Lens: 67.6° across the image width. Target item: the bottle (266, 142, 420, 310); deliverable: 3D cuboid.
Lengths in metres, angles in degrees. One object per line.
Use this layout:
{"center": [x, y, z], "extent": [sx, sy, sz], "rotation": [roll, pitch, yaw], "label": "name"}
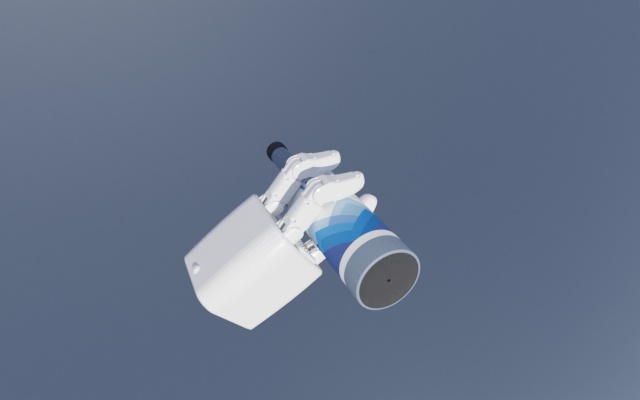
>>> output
{"center": [0.000, 0.002, 0.539], "extent": [0.069, 0.069, 0.295], "rotation": [0, 28, -28], "label": "bottle"}
